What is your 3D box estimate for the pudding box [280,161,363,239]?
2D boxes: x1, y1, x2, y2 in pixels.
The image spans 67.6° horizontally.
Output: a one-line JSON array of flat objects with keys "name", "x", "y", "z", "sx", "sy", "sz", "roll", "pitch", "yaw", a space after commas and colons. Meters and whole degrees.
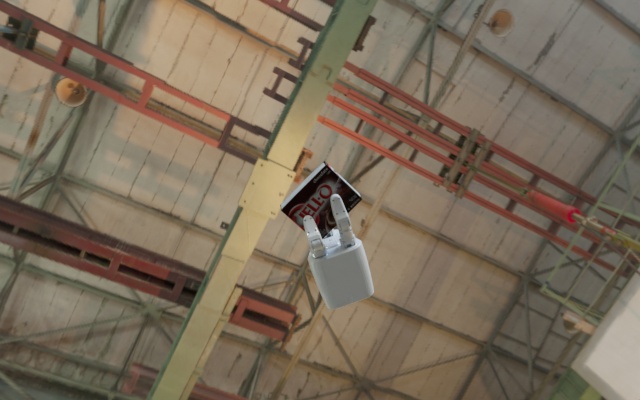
[{"name": "pudding box", "x": 0.000, "y": 0.003, "z": 0.819, "sx": 0.090, "sy": 0.113, "sz": 0.039, "roll": 42, "pitch": 5, "yaw": -18}]
